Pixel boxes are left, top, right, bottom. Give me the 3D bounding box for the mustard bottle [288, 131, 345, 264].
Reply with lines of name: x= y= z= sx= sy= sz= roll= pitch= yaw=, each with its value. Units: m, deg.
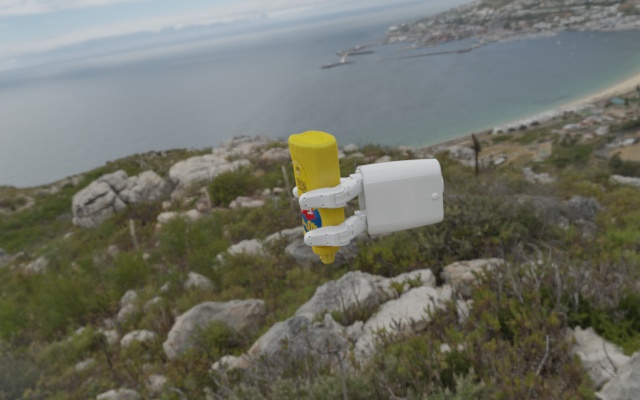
mustard bottle: x=0.000 y=0.002 z=0.680 sx=0.058 sy=0.192 sz=0.096 roll=-17 pitch=23 yaw=-21
